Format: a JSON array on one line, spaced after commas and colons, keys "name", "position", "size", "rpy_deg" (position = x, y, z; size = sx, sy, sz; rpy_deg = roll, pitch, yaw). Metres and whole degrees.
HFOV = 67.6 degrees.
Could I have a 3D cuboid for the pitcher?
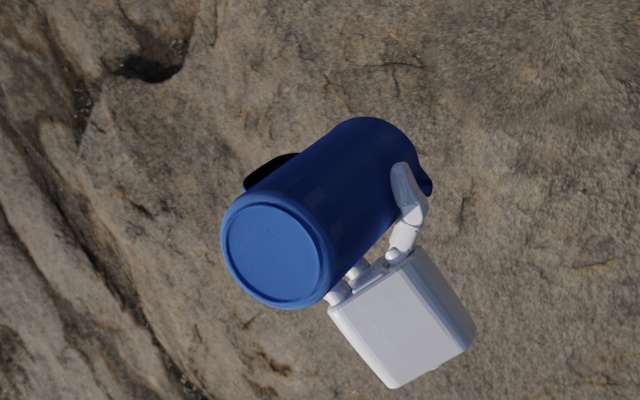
[{"name": "pitcher", "position": [0.000, 0.002, 0.485], "size": [0.149, 0.145, 0.242], "rpy_deg": [-35, 2, 32]}]
